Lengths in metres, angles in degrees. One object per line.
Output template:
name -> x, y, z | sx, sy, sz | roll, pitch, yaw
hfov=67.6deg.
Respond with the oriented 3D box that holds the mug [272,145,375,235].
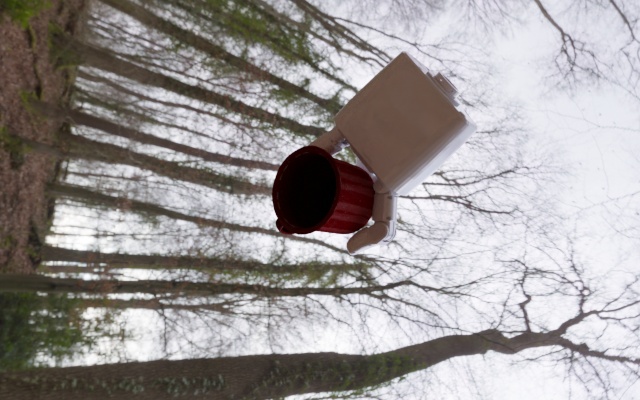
mug -> -0.001, 0.003, 0.528 | 0.117, 0.093, 0.081 | -43, -32, 25
